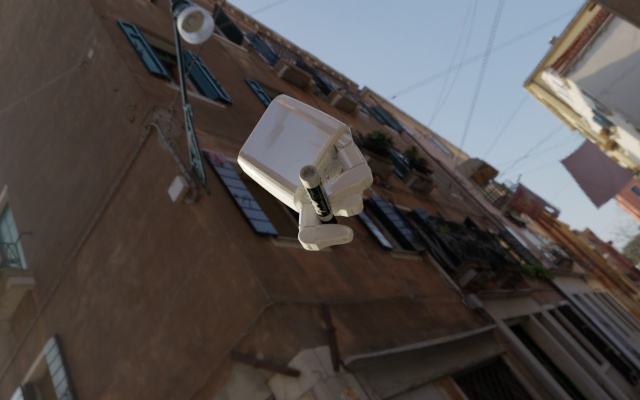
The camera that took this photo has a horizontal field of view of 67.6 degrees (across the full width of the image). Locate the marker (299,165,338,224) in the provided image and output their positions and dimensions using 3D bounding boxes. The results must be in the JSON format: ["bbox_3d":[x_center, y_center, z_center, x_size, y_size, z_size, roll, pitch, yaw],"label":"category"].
[{"bbox_3d":[0.000,0.002,0.516,0.020,0.020,0.121,0,-28,13],"label":"marker"}]
